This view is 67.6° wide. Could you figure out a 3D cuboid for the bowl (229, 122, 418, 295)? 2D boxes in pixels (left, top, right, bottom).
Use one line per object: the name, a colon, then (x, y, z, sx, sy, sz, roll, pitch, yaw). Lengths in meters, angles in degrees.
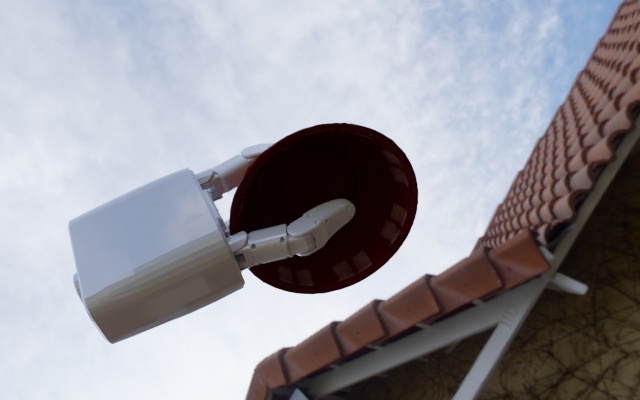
bowl: (0.001, 0.001, 0.415, 0.162, 0.162, 0.055, 0, 28, -17)
